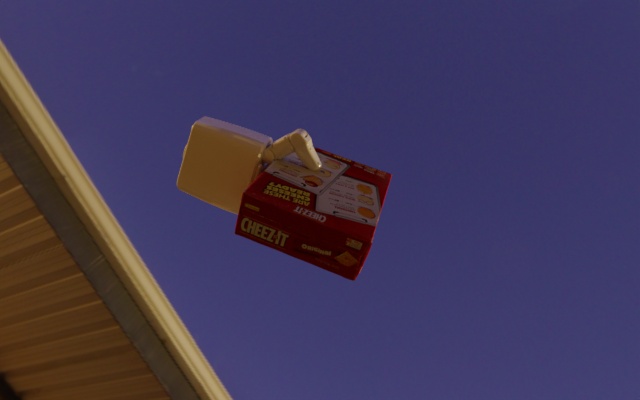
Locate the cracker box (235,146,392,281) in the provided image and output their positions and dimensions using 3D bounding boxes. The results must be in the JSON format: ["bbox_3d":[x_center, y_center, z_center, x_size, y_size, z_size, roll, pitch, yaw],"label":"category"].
[{"bbox_3d":[0.000,0.002,0.658,0.164,0.072,0.213,21,29,5],"label":"cracker box"}]
